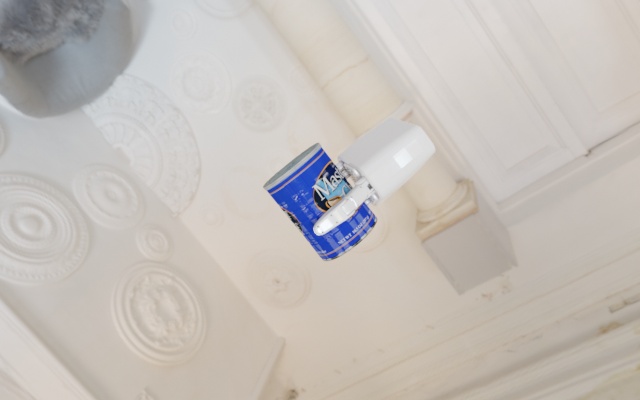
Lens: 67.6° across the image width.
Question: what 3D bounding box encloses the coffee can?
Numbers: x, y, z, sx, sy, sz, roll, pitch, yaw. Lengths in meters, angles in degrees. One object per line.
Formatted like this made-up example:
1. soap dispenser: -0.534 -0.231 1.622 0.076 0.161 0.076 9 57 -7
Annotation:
1. coffee can: 0.000 0.002 0.693 0.103 0.140 0.102 -37 10 8
